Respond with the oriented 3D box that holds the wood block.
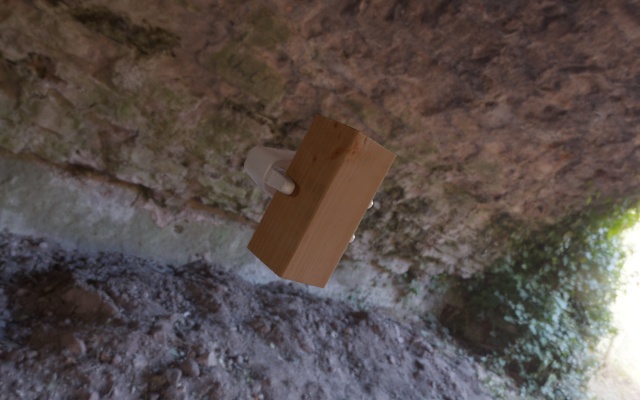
[{"bbox_3d":[0.000,0.002,0.643,0.091,0.206,0.090,23,6,-44],"label":"wood block"}]
